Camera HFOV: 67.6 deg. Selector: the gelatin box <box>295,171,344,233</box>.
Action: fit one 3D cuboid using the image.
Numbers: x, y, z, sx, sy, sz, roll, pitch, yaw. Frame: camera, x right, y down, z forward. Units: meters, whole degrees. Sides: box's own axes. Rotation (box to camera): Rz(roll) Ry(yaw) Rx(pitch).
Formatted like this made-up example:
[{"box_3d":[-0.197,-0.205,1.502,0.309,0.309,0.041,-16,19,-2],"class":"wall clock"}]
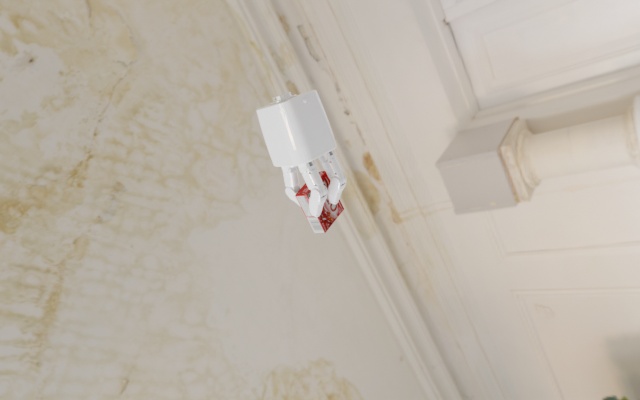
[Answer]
[{"box_3d":[0.000,0.003,0.861,0.030,0.089,0.073,-2,34,39],"class":"gelatin box"}]
